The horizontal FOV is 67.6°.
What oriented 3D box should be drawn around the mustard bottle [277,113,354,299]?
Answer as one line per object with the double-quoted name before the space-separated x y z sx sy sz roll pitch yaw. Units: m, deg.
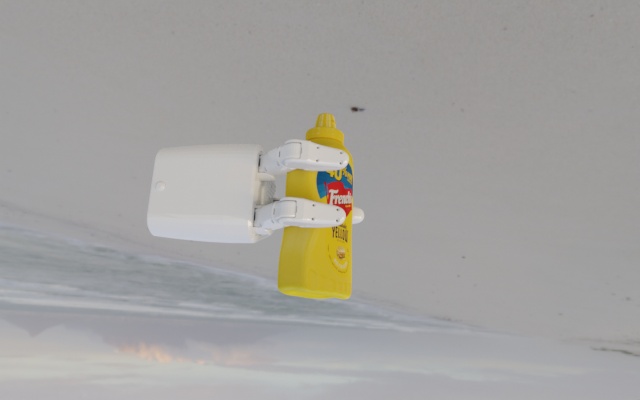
"mustard bottle" 0.000 0.002 0.489 0.058 0.191 0.096 -6 -17 31
